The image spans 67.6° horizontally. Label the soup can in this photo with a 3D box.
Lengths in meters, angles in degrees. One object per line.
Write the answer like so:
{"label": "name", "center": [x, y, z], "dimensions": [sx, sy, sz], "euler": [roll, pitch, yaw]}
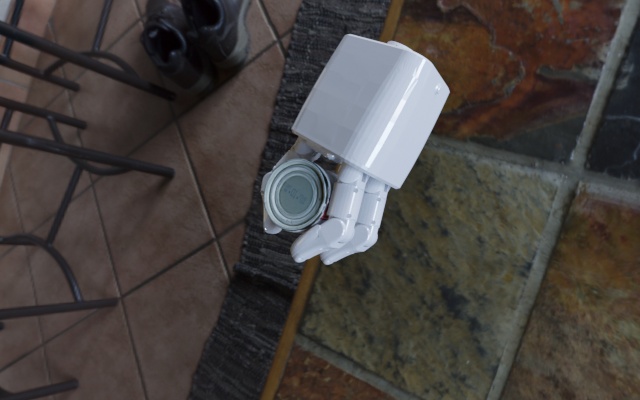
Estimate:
{"label": "soup can", "center": [0.000, 0.002, 0.465], "dimensions": [0.068, 0.068, 0.102], "euler": [0, -8, 28]}
